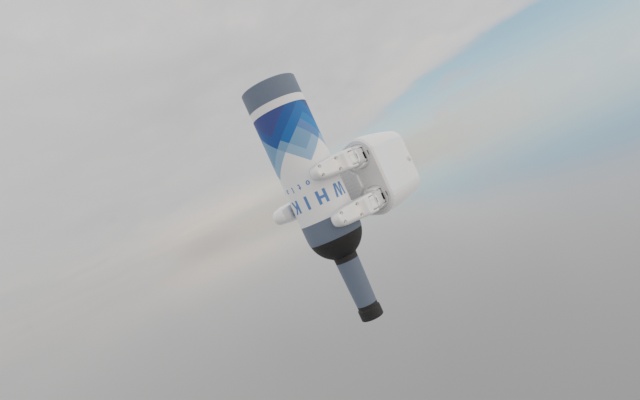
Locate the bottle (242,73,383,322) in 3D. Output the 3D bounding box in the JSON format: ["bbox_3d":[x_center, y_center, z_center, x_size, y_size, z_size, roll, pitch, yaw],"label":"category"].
[{"bbox_3d":[0.000,0.002,0.554,0.069,0.295,0.069,-25,1,0],"label":"bottle"}]
